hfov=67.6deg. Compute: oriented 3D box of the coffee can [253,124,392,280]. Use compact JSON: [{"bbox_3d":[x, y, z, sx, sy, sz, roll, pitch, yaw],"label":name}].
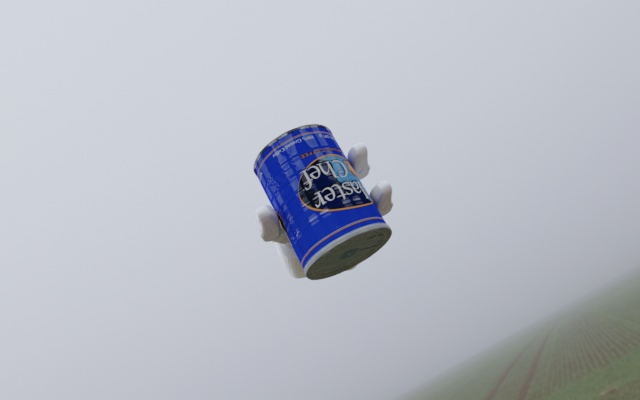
[{"bbox_3d":[0.000,0.002,0.529,0.103,0.140,0.103,-24,-23,-11],"label":"coffee can"}]
